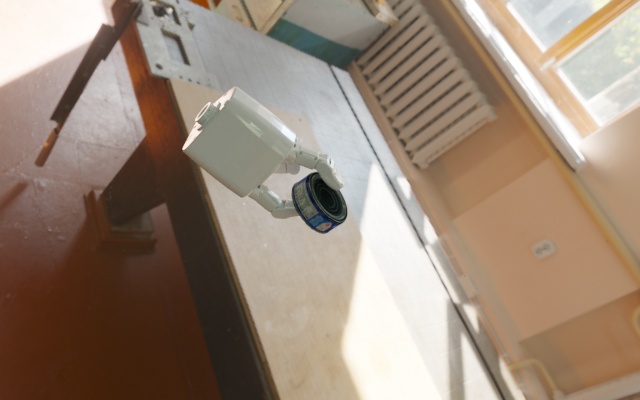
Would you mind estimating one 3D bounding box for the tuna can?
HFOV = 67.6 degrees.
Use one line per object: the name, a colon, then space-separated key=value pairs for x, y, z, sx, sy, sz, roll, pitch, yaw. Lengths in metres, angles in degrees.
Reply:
tuna can: x=0.001 y=0.002 z=0.680 sx=0.034 sy=0.086 sz=0.086 roll=-33 pitch=-17 yaw=28
